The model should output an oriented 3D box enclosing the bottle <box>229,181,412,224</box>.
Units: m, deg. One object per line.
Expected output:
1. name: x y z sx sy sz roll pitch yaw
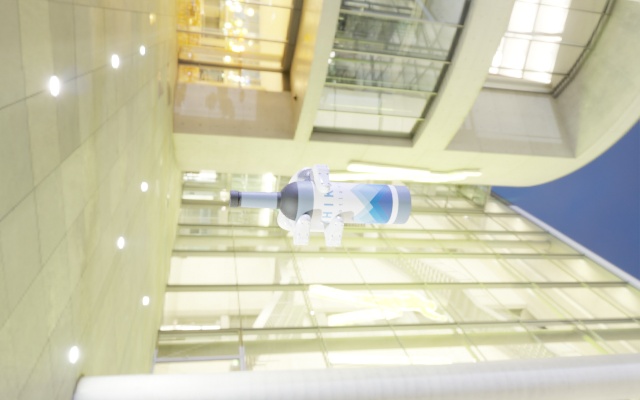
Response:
1. bottle: 0.000 0.003 0.786 0.296 0.069 0.069 2 -1 -14
